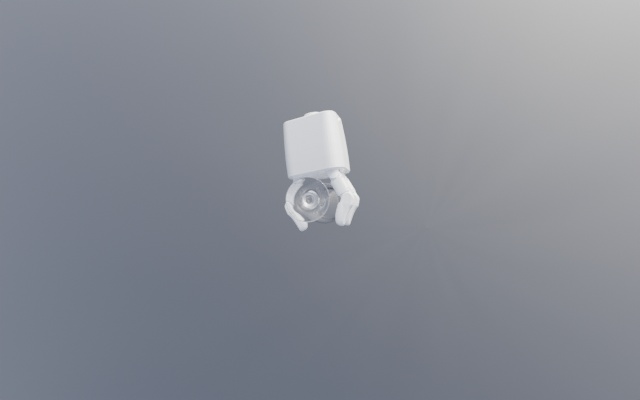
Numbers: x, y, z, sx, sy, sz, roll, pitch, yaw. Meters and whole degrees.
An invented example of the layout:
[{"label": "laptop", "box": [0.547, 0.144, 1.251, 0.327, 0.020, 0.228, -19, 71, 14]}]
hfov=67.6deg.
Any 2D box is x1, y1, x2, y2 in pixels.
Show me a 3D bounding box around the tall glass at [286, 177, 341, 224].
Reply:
[{"label": "tall glass", "box": [0.000, 0.003, 0.874, 0.079, 0.079, 0.201, 0, -3, 13]}]
